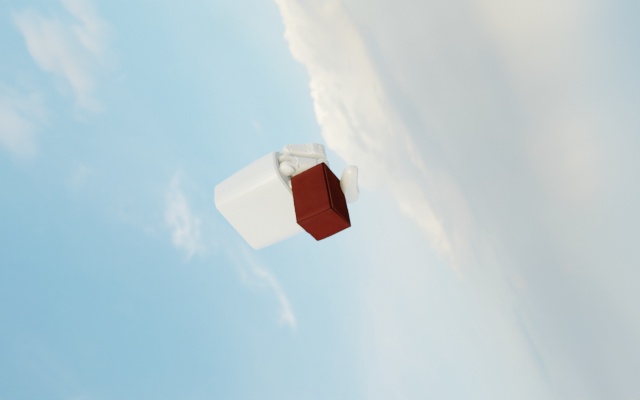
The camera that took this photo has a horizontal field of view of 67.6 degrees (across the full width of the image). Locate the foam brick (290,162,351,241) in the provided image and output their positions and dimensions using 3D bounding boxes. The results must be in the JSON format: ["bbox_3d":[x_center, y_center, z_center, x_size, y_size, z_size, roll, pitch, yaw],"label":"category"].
[{"bbox_3d":[0.000,0.002,0.606,0.051,0.078,0.053,-26,-42,18],"label":"foam brick"}]
